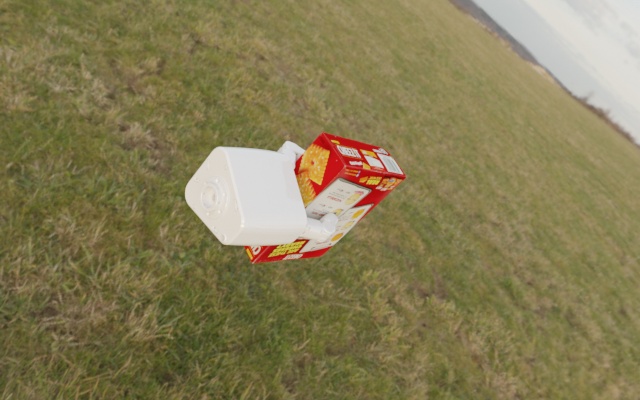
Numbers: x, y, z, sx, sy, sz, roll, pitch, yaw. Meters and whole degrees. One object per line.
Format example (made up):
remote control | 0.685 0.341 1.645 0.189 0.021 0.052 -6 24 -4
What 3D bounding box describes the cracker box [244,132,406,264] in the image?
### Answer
cracker box | 0.000 0.002 0.717 0.214 0.072 0.164 -45 -28 28
